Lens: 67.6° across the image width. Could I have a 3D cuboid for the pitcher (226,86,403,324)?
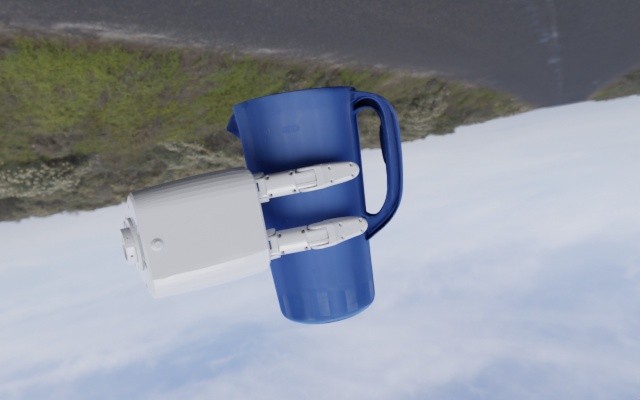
[{"bbox_3d":[0.000,0.002,0.519,0.145,0.243,0.149,-13,7,-28],"label":"pitcher"}]
